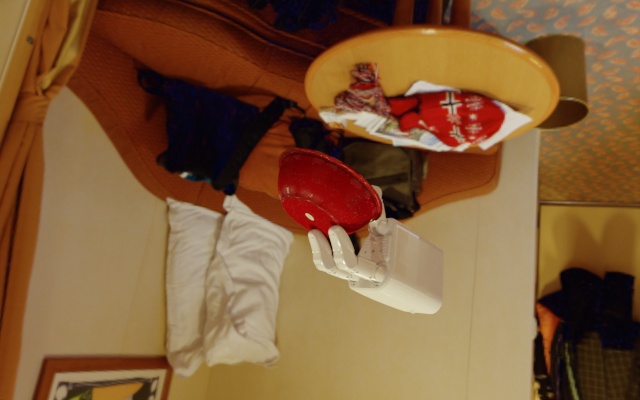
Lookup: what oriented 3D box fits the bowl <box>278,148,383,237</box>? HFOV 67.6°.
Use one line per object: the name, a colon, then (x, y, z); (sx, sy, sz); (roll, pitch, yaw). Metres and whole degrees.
bowl: (-0.001, 0.002, 0.648); (0.162, 0.055, 0.162); (26, -25, 13)
